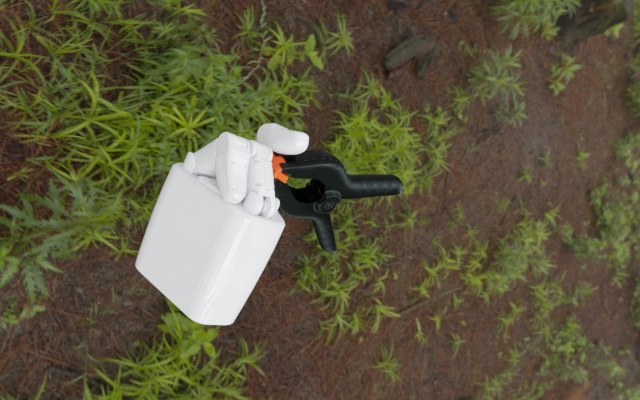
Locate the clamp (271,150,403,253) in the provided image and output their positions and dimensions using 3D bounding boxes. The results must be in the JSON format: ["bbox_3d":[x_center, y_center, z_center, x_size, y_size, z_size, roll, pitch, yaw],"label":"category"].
[{"bbox_3d":[0.000,0.002,0.503,0.171,0.120,0.039,19,24,-40],"label":"clamp"}]
